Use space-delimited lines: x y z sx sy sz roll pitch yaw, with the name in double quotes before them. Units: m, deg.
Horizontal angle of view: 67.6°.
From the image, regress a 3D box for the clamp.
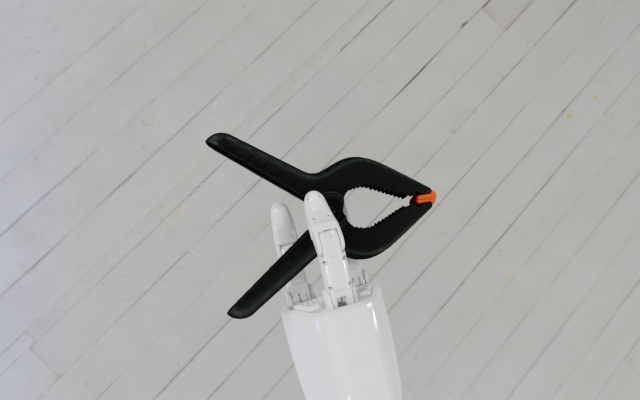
"clamp" 0.001 0.001 0.435 0.210 0.164 0.036 -14 -1 -10
